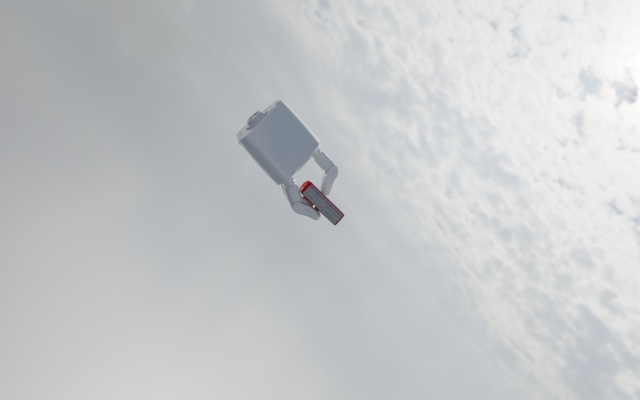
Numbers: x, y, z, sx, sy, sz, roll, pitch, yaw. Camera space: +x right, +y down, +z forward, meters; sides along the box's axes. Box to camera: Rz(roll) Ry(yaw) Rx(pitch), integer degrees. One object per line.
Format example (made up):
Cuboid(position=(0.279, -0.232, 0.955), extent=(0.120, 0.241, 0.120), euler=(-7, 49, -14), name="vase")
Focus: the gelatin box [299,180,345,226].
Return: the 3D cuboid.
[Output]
Cuboid(position=(0.001, 0.003, 0.884), extent=(0.089, 0.030, 0.073), euler=(43, 1, -8), name="gelatin box")
